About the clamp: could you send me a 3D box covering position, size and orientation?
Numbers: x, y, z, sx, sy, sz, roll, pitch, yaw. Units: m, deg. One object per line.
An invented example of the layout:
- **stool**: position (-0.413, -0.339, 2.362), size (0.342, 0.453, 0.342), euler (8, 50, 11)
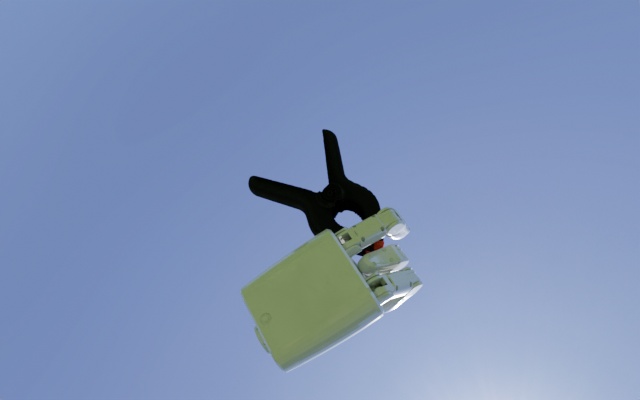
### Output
- **clamp**: position (0.000, 0.002, 0.526), size (0.120, 0.171, 0.039), euler (-31, -32, -6)
